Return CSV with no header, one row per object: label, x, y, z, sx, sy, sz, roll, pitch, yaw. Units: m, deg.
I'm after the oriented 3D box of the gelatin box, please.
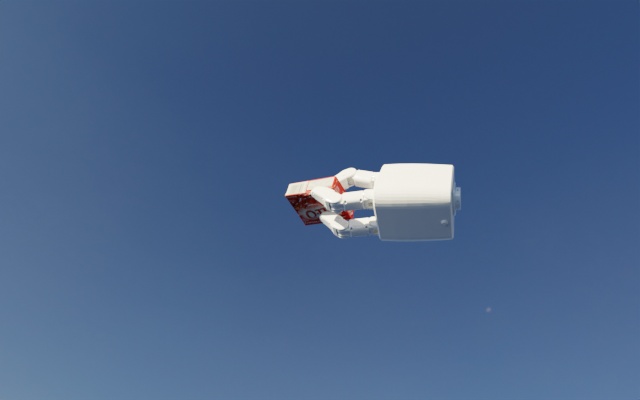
gelatin box,0.000,0.002,0.753,0.089,0.030,0.073,-8,-47,29
